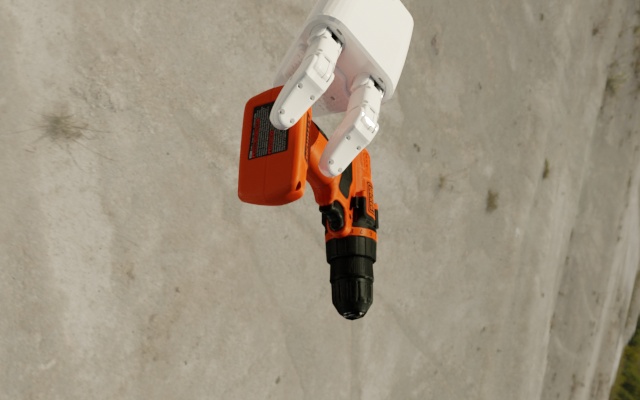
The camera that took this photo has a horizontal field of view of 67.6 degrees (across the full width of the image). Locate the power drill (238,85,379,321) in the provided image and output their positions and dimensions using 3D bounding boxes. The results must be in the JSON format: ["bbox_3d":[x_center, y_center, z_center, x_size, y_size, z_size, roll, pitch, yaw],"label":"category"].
[{"bbox_3d":[0.000,0.001,0.429,0.057,0.184,0.188,-12,-28,21],"label":"power drill"}]
